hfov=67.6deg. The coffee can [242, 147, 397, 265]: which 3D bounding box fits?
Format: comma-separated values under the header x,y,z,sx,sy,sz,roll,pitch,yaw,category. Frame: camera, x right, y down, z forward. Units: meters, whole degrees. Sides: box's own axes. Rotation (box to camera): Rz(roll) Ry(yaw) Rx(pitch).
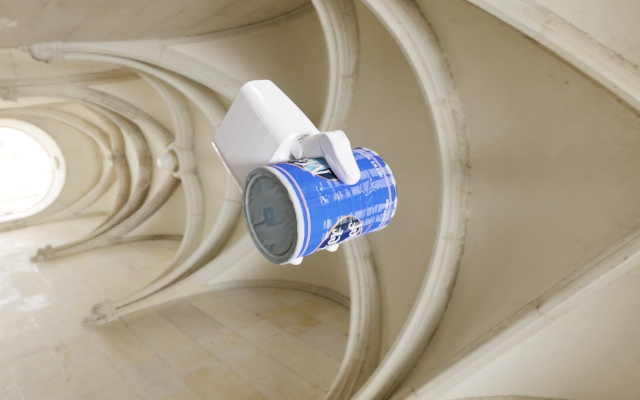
x,y,z,sx,sy,sz,roll,pitch,yaw,category
0.000,0.002,0.528,0.140,0.103,0.103,-15,9,-37,coffee can
